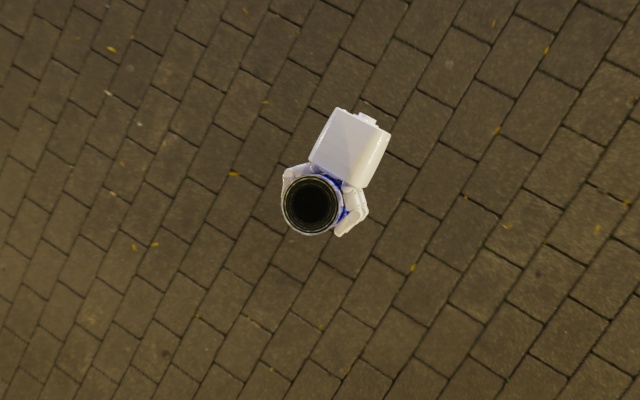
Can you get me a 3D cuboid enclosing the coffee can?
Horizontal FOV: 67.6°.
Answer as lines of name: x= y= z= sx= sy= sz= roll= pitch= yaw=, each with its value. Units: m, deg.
coffee can: x=0.000 y=0.003 z=0.859 sx=0.103 sy=0.103 sz=0.140 roll=0 pitch=4 yaw=15
